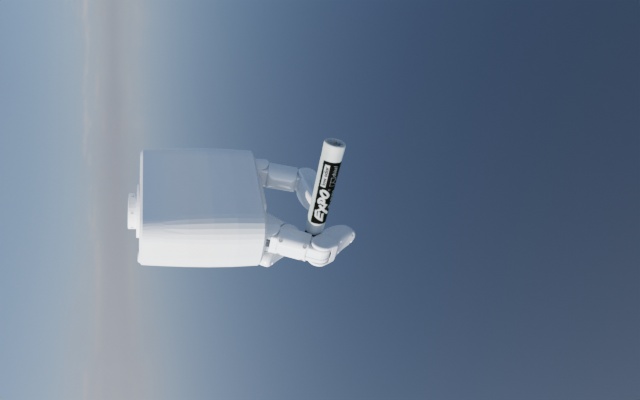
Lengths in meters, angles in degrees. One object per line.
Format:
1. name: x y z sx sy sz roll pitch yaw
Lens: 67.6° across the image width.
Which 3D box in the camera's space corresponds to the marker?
1. marker: 0.000 0.001 0.434 0.020 0.121 0.020 10 30 -6
